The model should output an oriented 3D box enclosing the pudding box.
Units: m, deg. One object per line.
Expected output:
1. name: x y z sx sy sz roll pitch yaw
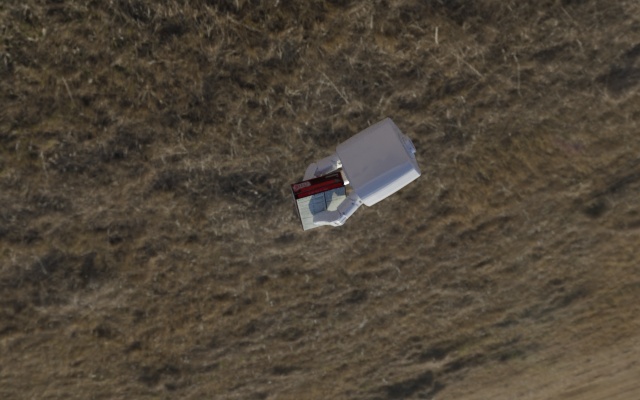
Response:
1. pudding box: 0.000 0.003 0.848 0.090 0.039 0.114 -14 -35 -3
